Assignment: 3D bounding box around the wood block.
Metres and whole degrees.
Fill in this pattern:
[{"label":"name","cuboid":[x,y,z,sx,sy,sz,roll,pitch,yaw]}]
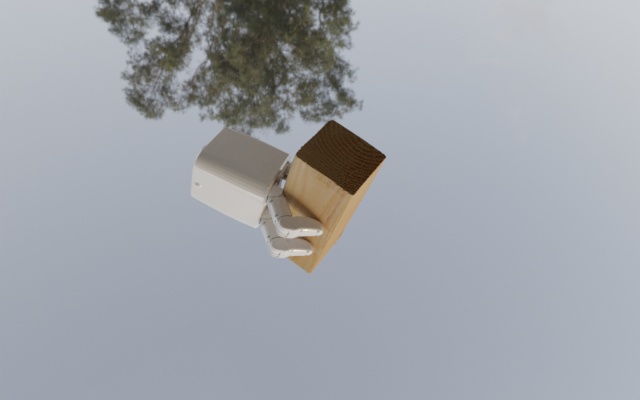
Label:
[{"label":"wood block","cuboid":[0.000,0.002,0.668,0.090,0.090,0.206,35,-37,8]}]
